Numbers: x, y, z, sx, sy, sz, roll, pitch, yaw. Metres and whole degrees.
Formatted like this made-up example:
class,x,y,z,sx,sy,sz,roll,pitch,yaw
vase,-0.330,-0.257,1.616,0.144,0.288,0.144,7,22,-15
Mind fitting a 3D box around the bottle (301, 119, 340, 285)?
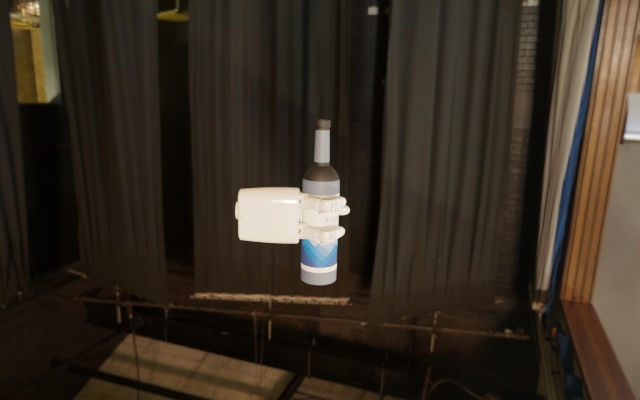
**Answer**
class,x,y,z,sx,sy,sz,roll,pitch,yaw
bottle,0.000,0.003,0.862,0.069,0.296,0.069,2,13,0
